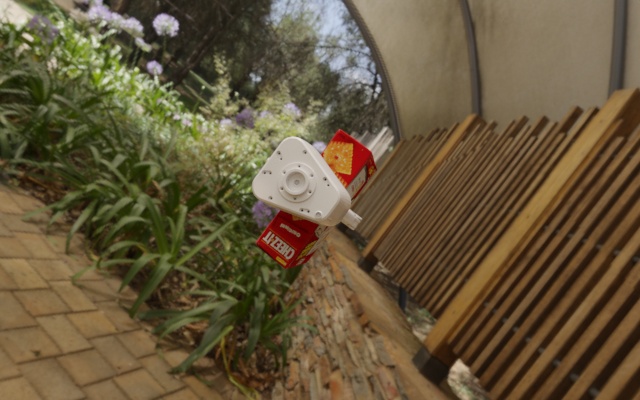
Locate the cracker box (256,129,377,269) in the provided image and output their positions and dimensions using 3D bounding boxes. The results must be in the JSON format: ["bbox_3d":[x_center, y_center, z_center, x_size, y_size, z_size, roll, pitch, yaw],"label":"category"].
[{"bbox_3d":[0.000,0.003,0.775,0.072,0.214,0.164,38,2,10],"label":"cracker box"}]
